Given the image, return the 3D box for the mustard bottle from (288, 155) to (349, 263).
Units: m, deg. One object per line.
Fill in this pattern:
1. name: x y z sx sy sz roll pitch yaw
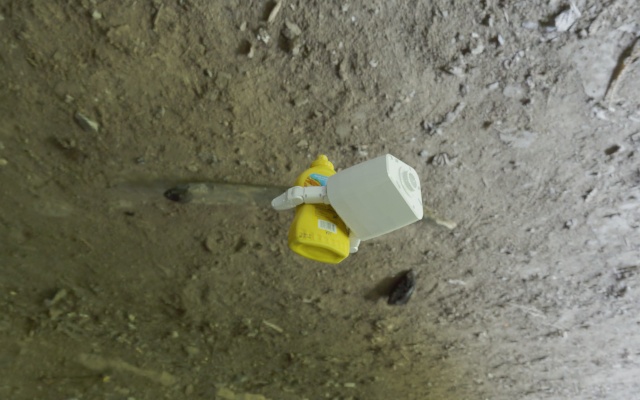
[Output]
1. mustard bottle: 0.000 0.003 0.782 0.096 0.191 0.058 19 -38 -22
